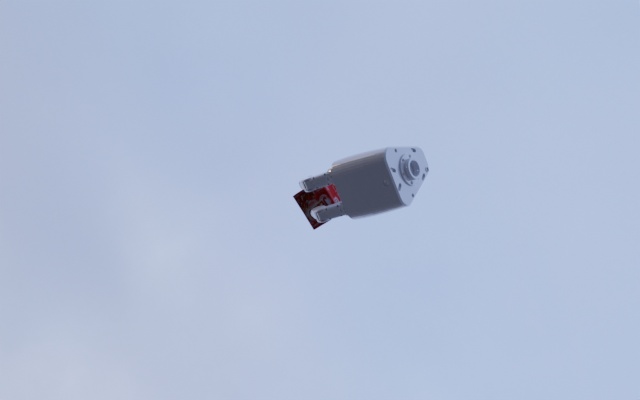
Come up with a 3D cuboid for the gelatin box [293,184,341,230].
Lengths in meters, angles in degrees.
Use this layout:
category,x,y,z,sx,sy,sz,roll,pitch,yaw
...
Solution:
category,x,y,z,sx,sy,sz,roll,pitch,yaw
gelatin box,0.000,0.003,0.838,0.030,0.073,0.089,-32,0,-40
